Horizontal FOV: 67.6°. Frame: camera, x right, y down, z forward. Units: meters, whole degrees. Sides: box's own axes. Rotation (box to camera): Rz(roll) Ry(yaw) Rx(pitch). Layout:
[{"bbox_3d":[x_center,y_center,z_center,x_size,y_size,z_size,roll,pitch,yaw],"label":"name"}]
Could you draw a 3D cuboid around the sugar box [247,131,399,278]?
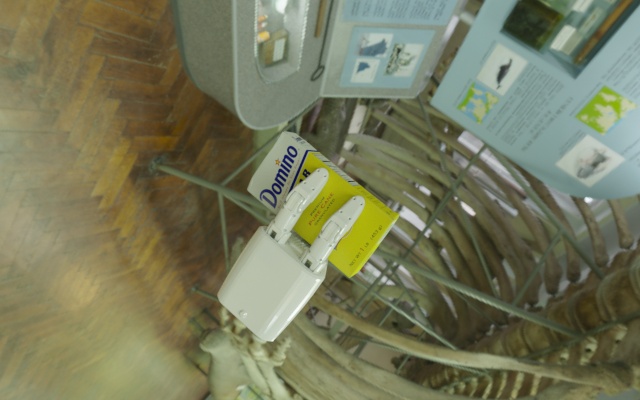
[{"bbox_3d":[0.000,0.002,0.591,0.176,0.093,0.048,38,15,12],"label":"sugar box"}]
